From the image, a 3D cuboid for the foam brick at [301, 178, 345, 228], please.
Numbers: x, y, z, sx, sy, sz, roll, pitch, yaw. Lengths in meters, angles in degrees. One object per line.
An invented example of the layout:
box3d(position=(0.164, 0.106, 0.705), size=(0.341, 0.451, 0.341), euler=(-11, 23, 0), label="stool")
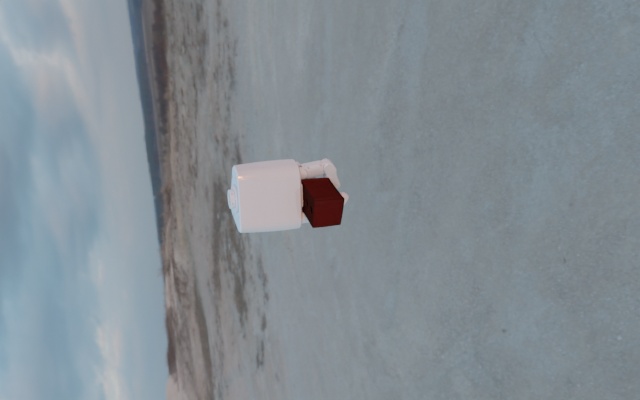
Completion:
box3d(position=(0.000, 0.003, 0.795), size=(0.051, 0.053, 0.078), euler=(-5, 30, -19), label="foam brick")
